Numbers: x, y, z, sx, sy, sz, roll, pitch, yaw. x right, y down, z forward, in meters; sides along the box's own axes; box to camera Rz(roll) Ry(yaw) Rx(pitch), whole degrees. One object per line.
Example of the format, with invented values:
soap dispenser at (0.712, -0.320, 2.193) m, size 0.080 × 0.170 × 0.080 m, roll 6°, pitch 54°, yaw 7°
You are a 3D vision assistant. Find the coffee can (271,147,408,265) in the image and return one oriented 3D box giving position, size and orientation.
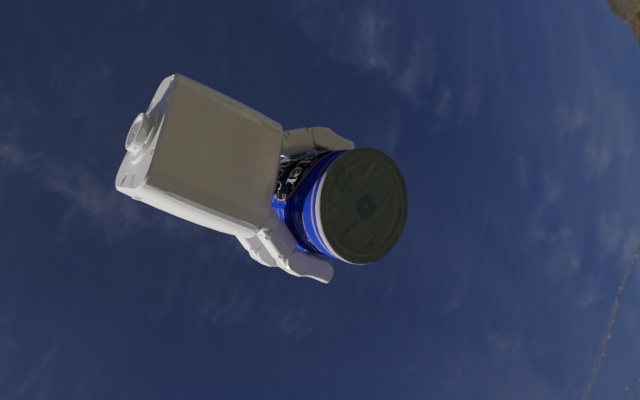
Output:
coffee can at (0.000, 0.002, 0.471) m, size 0.103 × 0.103 × 0.140 m, roll 0°, pitch 3°, yaw -36°
